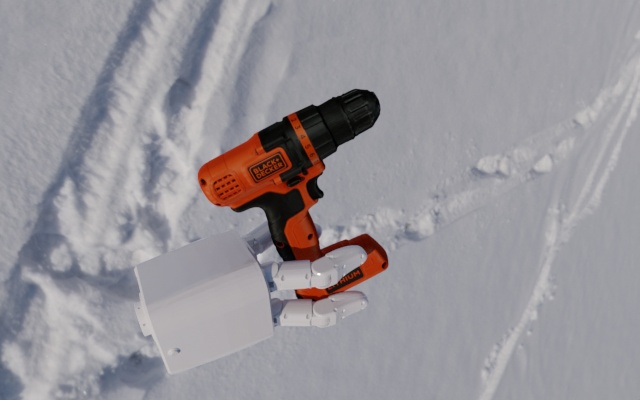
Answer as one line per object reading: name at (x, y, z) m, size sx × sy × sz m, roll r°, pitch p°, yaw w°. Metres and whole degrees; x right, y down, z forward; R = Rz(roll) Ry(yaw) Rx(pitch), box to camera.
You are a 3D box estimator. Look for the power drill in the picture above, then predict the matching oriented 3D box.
power drill at (0.000, 0.002, 0.478) m, size 0.184 × 0.188 × 0.057 m, roll -26°, pitch 25°, yaw 3°
